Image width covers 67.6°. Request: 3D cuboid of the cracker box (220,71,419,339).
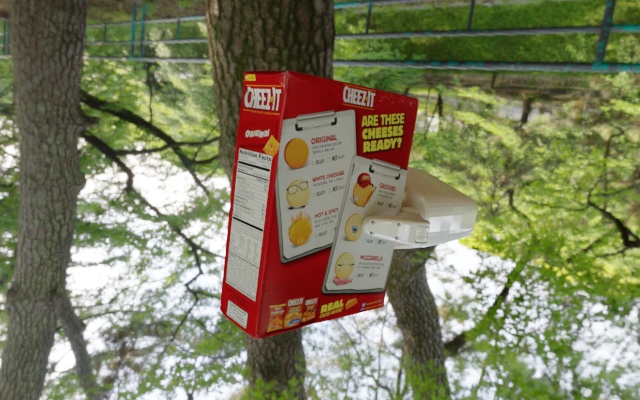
[{"bbox_3d":[0.000,0.002,0.441,0.164,0.214,0.072,-1,12,-43],"label":"cracker box"}]
